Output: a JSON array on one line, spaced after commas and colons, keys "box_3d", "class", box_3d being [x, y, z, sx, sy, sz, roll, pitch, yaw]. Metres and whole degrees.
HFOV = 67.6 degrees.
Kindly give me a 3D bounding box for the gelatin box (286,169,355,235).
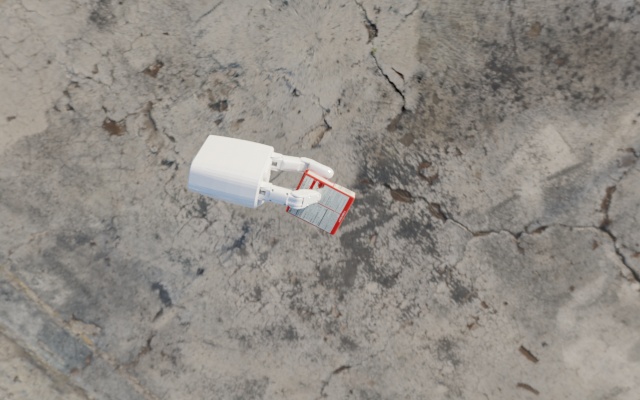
[{"box_3d": [0.000, 0.003, 0.759, 0.089, 0.073, 0.030, 27, 19, -2], "class": "gelatin box"}]
